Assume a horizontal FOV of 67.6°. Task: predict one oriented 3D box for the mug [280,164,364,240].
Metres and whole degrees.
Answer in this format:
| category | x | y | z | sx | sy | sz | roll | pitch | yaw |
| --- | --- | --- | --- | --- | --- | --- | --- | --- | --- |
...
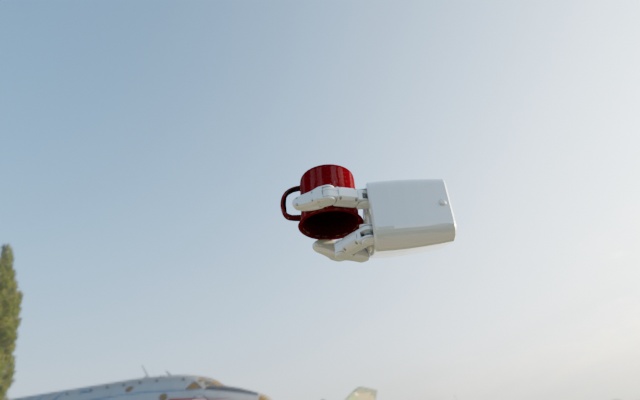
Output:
| category | x | y | z | sx | sy | sz | roll | pitch | yaw |
| --- | --- | --- | --- | --- | --- | --- | --- | --- | --- |
| mug | -0.001 | 0.002 | 0.694 | 0.117 | 0.081 | 0.093 | -4 | -31 | 0 |
